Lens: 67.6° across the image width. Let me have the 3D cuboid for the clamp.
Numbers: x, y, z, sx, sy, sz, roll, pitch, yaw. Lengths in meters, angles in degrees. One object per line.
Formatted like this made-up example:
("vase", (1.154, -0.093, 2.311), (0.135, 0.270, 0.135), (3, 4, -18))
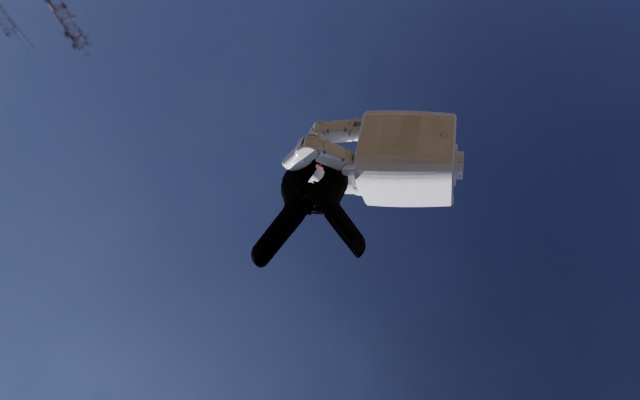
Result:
("clamp", (0.000, 0.002, 0.530), (0.120, 0.171, 0.039), (3, -37, 15))
